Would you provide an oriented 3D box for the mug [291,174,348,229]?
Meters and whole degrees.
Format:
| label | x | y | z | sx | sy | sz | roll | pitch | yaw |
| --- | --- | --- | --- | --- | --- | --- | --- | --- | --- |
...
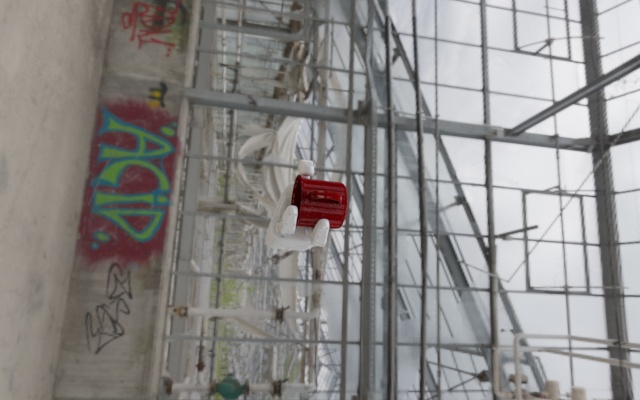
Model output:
| label | x | y | z | sx | sy | sz | roll | pitch | yaw |
| --- | --- | --- | --- | --- | --- | --- | --- | --- | --- |
| mug | 0.001 | 0.002 | 0.805 | 0.081 | 0.093 | 0.117 | 6 | -16 | -13 |
